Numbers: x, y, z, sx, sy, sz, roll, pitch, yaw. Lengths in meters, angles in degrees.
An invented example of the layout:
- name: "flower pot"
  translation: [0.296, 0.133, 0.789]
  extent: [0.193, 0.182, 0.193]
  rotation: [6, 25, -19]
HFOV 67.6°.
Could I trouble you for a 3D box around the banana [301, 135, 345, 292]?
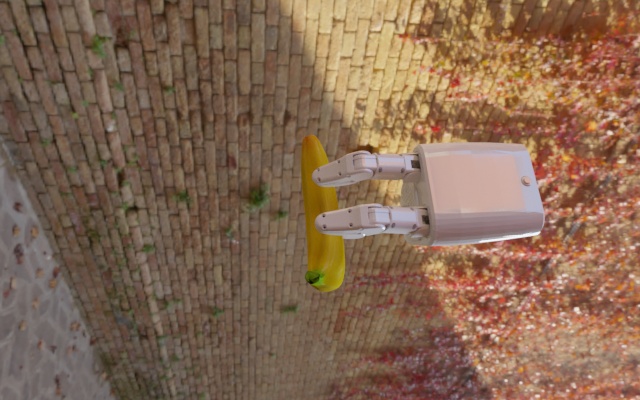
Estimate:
- name: "banana"
  translation: [0.002, 0.017, 0.474]
  extent: [0.037, 0.070, 0.197]
  rotation: [-6, 44, 0]
